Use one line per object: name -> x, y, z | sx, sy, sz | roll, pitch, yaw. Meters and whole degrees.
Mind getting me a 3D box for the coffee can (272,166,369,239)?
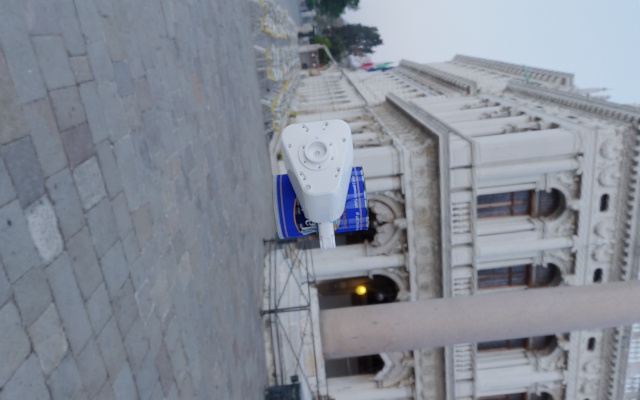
coffee can -> 0.000, 0.003, 0.754 | 0.140, 0.103, 0.103 | -6, 0, 1
